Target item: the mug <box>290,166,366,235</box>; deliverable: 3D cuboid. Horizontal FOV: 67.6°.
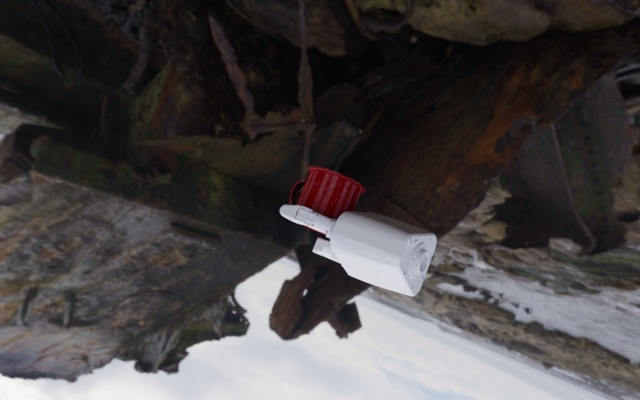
[{"bbox_3d":[-0.001,0.002,0.715,0.117,0.081,0.093,16,-11,34],"label":"mug"}]
